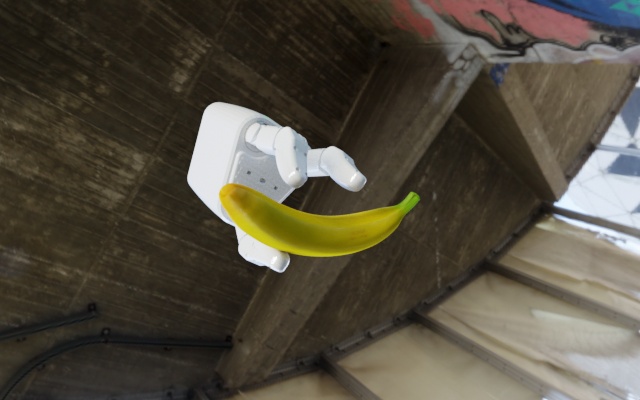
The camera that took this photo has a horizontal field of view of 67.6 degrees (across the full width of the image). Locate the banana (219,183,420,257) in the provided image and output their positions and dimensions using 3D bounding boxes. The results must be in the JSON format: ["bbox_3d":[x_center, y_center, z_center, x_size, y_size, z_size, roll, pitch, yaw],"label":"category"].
[{"bbox_3d":[-0.001,0.019,0.421,0.198,0.070,0.037,1,22,-34],"label":"banana"}]
